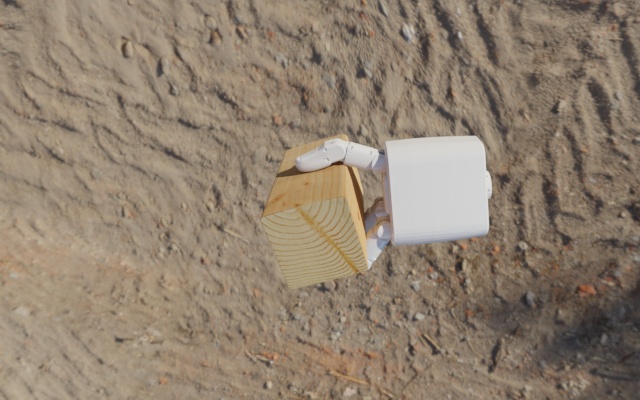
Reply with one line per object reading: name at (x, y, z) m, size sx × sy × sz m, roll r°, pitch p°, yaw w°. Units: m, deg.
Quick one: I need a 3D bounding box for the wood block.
wood block at (0.000, 0.002, 0.571) m, size 0.090 × 0.091 × 0.206 m, roll -15°, pitch 23°, yaw 10°
